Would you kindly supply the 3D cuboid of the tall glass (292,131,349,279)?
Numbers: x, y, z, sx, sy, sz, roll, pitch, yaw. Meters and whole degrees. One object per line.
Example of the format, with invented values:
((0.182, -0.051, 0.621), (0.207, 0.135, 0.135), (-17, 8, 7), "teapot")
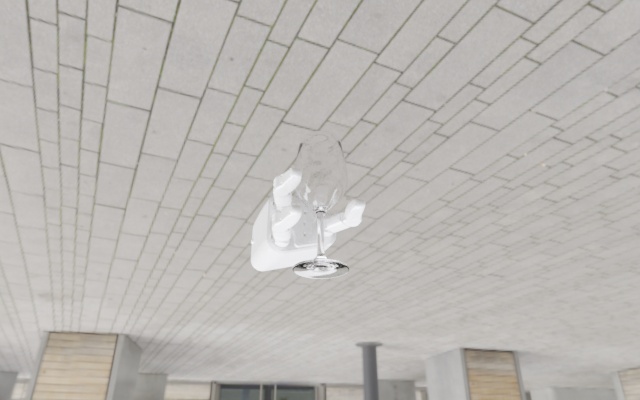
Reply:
((0.000, 0.003, 0.666), (0.079, 0.201, 0.079), (0, -27, 0), "tall glass")
